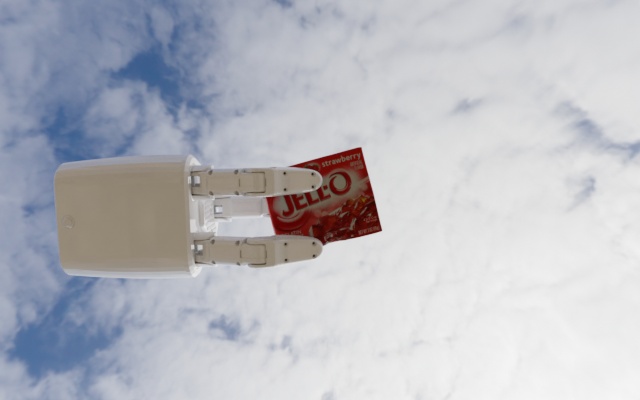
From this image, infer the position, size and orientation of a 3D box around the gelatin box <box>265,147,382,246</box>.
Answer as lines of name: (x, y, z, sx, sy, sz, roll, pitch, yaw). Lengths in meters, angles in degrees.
gelatin box: (0.000, 0.001, 0.404, 0.089, 0.073, 0.030, -14, 2, -2)
